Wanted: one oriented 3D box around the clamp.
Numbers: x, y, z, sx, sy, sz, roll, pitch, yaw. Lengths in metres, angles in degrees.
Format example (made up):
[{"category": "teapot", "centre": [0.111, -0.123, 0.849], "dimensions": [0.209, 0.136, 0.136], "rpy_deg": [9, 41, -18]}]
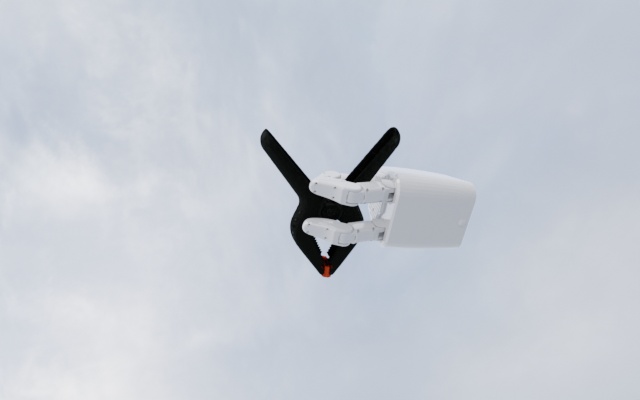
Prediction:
[{"category": "clamp", "centre": [0.000, 0.002, 0.595], "dimensions": [0.164, 0.210, 0.036], "rpy_deg": [5, 27, -11]}]
